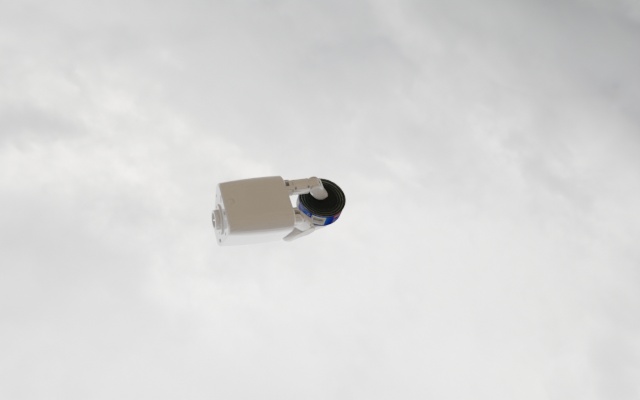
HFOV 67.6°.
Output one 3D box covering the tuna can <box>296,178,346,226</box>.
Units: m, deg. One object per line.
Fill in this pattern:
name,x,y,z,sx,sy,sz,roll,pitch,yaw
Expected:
tuna can,0.000,0.003,0.853,0.086,0.086,0.034,0,-37,-16
